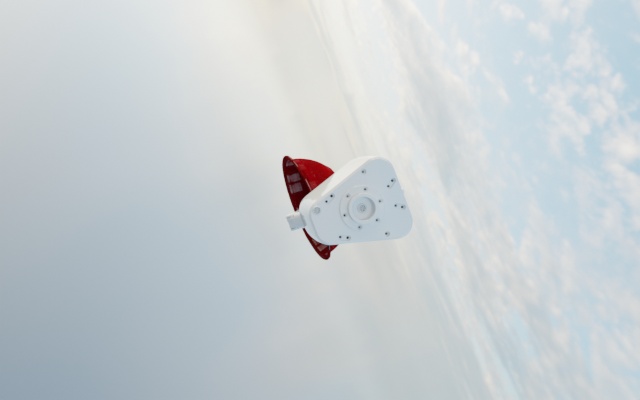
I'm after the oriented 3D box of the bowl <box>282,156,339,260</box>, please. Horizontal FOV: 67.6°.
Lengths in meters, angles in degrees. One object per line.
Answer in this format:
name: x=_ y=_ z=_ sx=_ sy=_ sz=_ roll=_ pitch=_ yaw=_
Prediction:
bowl: x=0.000 y=0.002 z=0.696 sx=0.055 sy=0.162 sz=0.162 roll=-22 pitch=6 yaw=-14
